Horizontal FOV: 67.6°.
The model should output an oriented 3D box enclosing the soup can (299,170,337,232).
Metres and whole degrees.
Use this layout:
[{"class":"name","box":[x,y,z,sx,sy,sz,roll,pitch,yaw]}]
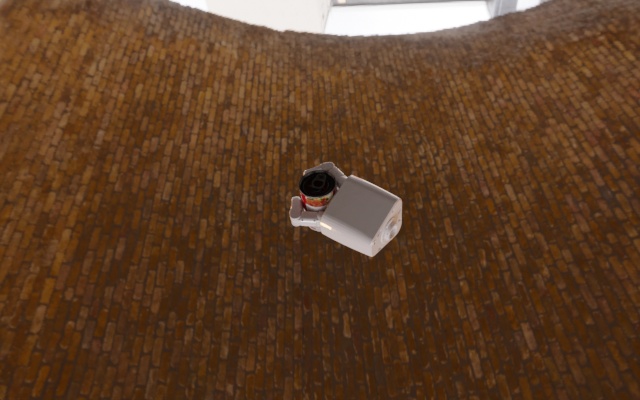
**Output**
[{"class":"soup can","box":[0.000,0.003,0.886,0.068,0.068,0.102,0,-41,9]}]
